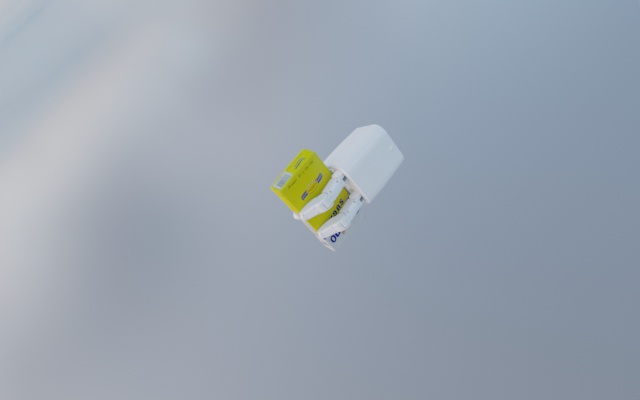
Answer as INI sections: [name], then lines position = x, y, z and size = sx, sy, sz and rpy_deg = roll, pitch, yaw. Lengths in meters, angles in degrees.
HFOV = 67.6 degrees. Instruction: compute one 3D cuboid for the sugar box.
[sugar box]
position = 0.000, 0.003, 0.841
size = 0.176, 0.093, 0.048
rpy_deg = 47, -13, -32
